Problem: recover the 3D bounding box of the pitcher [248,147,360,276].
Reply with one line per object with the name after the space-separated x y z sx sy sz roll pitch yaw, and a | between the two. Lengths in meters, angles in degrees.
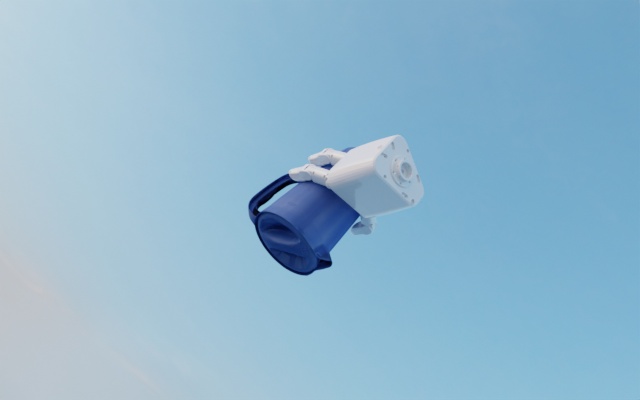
0.000 0.003 0.852 0.145 0.149 0.242 -15 23 52 | pitcher
